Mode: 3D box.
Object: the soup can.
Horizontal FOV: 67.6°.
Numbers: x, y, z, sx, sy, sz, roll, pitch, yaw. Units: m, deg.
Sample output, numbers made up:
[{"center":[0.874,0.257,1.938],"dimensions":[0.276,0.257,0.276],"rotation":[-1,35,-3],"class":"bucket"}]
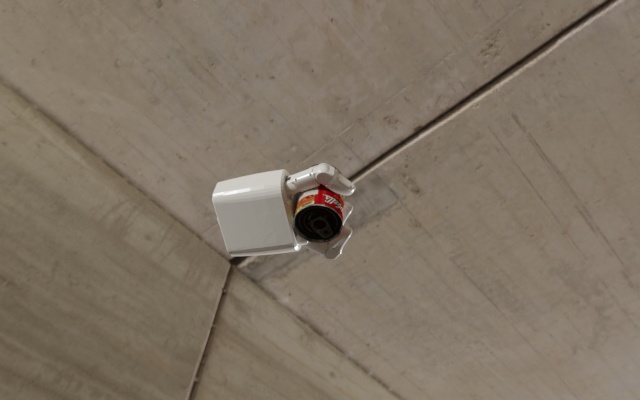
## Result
[{"center":[0.001,0.002,0.684],"dimensions":[0.068,0.069,0.102],"rotation":[0,38,5],"class":"soup can"}]
